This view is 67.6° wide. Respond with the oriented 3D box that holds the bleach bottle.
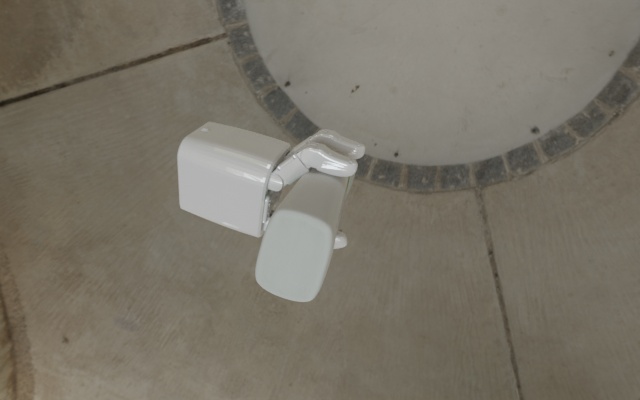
[{"bbox_3d":[0.000,0.002,0.554,0.068,0.103,0.250,19,27,4],"label":"bleach bottle"}]
